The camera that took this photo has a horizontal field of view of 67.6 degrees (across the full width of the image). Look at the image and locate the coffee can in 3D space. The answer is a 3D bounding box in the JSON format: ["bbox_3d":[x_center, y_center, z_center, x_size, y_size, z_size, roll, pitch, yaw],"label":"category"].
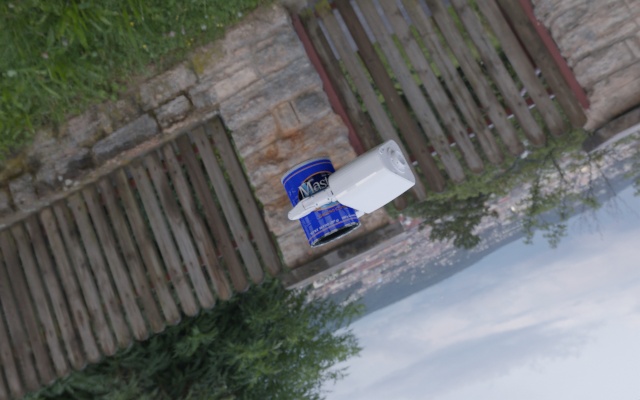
[{"bbox_3d":[0.000,0.003,0.891,0.103,0.140,0.103,-24,-13,-6],"label":"coffee can"}]
